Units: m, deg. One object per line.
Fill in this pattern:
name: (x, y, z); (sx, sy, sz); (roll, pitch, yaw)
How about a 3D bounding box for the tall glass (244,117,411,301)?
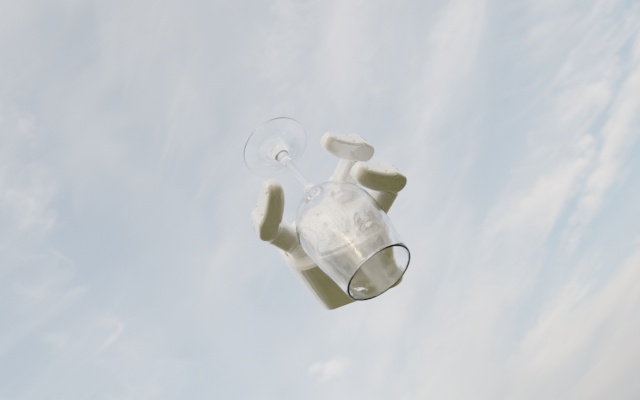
tall glass: (0.000, 0.001, 0.450); (0.079, 0.079, 0.201); (0, 35, -36)
